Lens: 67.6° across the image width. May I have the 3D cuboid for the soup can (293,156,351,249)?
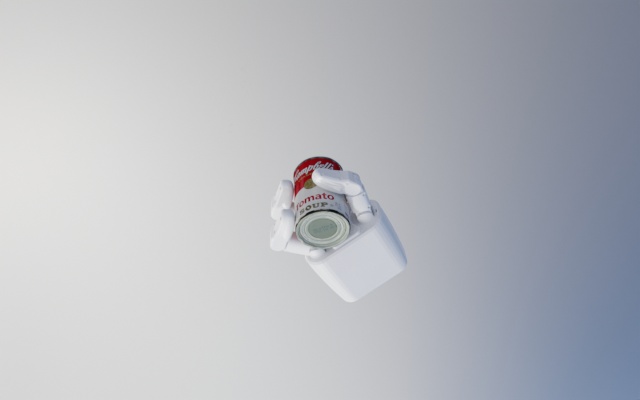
[{"bbox_3d":[0.000,0.002,0.599,0.068,0.069,0.102,0,43,-4],"label":"soup can"}]
